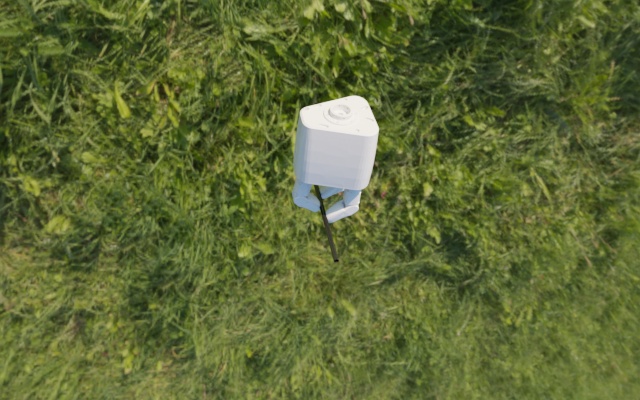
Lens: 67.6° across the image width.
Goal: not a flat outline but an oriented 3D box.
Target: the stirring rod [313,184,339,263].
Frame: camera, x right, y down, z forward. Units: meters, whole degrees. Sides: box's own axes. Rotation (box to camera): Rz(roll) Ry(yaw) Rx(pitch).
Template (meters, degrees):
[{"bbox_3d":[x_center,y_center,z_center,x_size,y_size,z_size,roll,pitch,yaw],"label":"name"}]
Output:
[{"bbox_3d":[0.000,0.002,0.794,0.011,0.239,0.011,-9,-41,-7],"label":"stirring rod"}]
